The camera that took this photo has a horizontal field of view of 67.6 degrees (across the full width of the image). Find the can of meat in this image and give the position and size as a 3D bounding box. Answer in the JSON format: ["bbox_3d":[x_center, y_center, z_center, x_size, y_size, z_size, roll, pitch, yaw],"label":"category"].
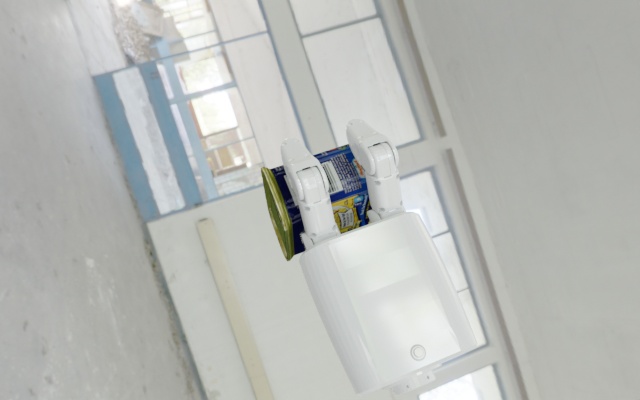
[{"bbox_3d":[0.000,0.001,0.409,0.084,0.057,0.102,-19,-25,-10],"label":"can of meat"}]
